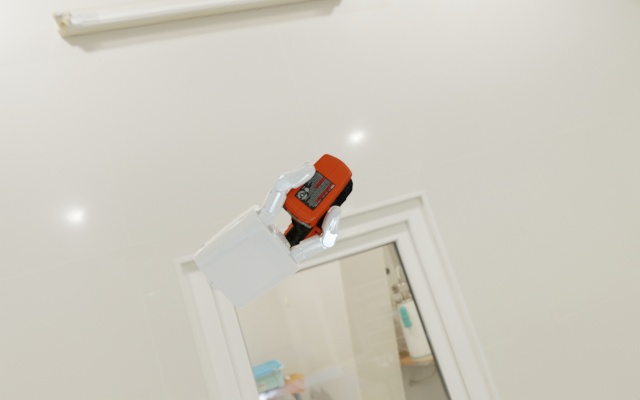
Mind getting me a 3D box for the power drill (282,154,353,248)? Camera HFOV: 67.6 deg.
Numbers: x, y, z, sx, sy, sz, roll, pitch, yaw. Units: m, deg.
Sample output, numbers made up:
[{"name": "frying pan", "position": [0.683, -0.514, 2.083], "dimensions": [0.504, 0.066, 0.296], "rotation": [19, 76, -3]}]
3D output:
[{"name": "power drill", "position": [0.000, 0.002, 0.747], "dimensions": [0.057, 0.184, 0.188], "rotation": [36, -20, 10]}]
